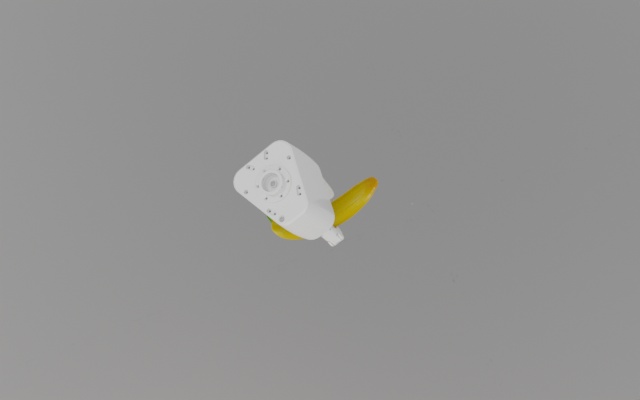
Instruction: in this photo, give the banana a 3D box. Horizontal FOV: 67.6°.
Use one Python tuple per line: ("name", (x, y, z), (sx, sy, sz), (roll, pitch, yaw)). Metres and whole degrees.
("banana", (-0.001, 0.020, 0.739), (0.198, 0.069, 0.037), (-18, -31, 19))
